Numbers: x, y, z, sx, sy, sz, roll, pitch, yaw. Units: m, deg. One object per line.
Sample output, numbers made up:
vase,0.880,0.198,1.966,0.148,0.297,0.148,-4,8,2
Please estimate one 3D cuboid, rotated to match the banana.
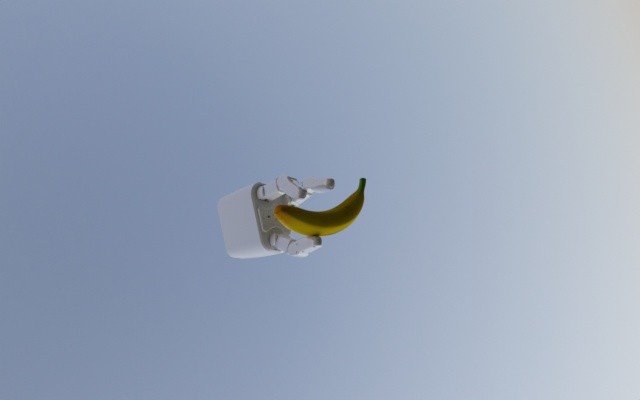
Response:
banana,0.008,0.019,0.717,0.037,0.069,0.198,-12,5,44
